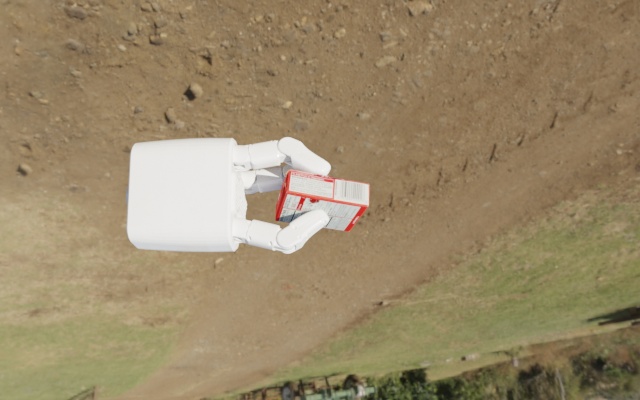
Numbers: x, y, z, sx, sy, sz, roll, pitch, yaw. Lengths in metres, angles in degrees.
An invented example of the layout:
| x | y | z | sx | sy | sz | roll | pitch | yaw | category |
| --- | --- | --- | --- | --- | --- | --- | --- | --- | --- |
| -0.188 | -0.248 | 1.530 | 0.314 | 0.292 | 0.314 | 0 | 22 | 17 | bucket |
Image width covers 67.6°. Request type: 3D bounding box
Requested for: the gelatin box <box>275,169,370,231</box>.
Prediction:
| x | y | z | sx | sy | sz | roll | pitch | yaw | category |
| --- | --- | --- | --- | --- | --- | --- | --- | --- | --- |
| 0.000 | 0.002 | 0.512 | 0.089 | 0.030 | 0.073 | 10 | -27 | -9 | gelatin box |
